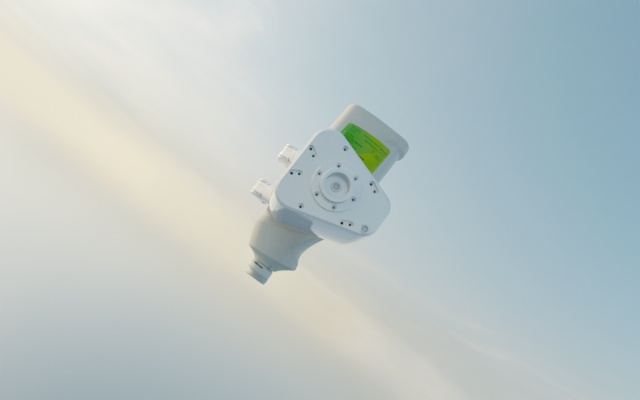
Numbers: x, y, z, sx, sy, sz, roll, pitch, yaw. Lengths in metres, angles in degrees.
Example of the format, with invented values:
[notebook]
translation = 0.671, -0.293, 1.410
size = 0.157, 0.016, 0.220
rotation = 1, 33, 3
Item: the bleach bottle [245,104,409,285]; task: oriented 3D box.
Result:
[bleach bottle]
translation = 0.000, 0.002, 0.607
size = 0.102, 0.251, 0.068
rotation = 37, -10, 0
